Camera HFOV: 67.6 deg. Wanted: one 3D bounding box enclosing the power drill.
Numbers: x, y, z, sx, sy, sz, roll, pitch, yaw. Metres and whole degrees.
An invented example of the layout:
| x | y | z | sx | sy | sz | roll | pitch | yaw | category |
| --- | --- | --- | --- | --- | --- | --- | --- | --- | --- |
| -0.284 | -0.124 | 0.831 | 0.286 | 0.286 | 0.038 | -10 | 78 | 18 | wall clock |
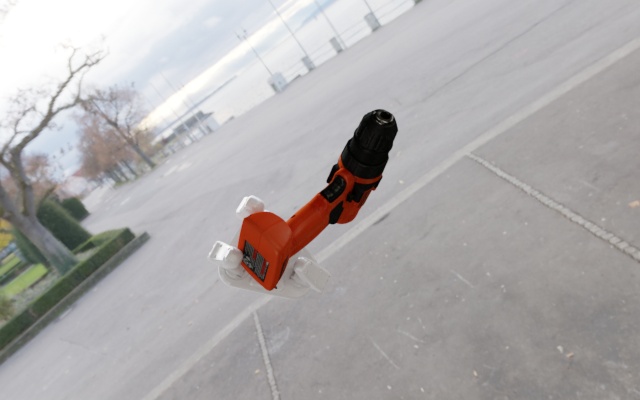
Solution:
| x | y | z | sx | sy | sz | roll | pitch | yaw | category |
| --- | --- | --- | --- | --- | --- | --- | --- | --- | --- |
| 0.000 | 0.002 | 0.512 | 0.187 | 0.057 | 0.185 | -37 | -20 | -32 | power drill |
